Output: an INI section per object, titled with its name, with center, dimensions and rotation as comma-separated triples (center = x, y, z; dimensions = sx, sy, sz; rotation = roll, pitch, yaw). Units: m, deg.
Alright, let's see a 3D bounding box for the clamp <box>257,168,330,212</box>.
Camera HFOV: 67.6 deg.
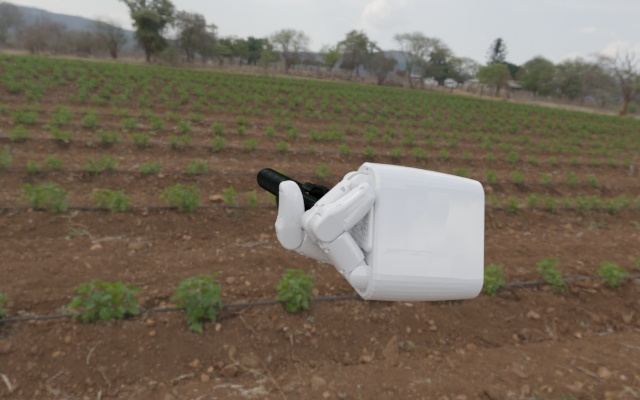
[clamp]
center = 0.000, 0.001, 0.509
dimensions = 0.120, 0.039, 0.171
rotation = 8, 13, -17
